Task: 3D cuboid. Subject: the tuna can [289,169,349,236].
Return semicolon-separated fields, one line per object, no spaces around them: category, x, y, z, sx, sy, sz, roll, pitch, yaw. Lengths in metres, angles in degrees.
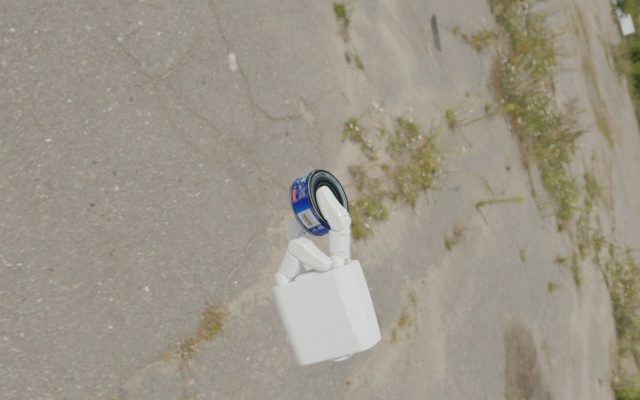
tuna can;0.001;0.002;0.636;0.034;0.086;0.086;-24;-14;35
